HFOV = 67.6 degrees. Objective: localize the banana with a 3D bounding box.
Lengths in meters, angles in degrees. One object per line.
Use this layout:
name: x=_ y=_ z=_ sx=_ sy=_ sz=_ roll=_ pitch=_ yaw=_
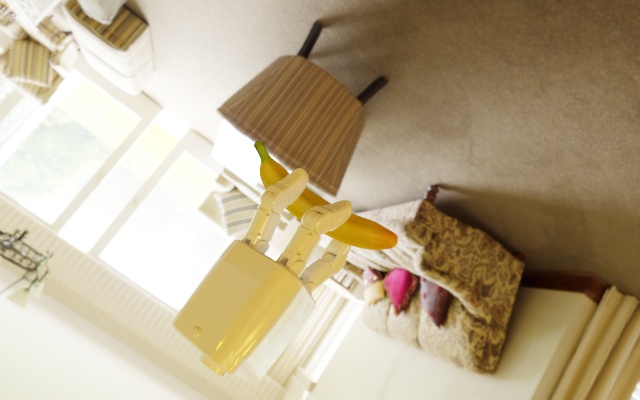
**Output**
banana: x=-0.002 y=0.008 z=0.544 sx=0.198 sy=0.037 sz=0.070 roll=33 pitch=-21 yaw=15
